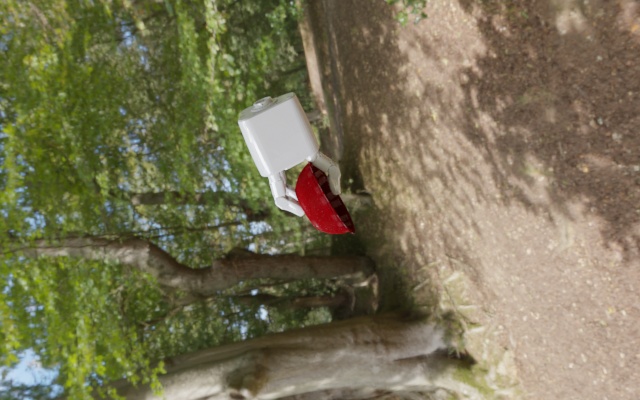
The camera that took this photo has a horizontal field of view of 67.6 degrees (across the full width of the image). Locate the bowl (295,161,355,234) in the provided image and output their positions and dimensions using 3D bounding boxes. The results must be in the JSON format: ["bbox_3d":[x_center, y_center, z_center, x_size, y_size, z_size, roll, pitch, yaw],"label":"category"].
[{"bbox_3d":[0.000,0.004,0.878,0.055,0.162,0.162,-31,-6,9],"label":"bowl"}]
